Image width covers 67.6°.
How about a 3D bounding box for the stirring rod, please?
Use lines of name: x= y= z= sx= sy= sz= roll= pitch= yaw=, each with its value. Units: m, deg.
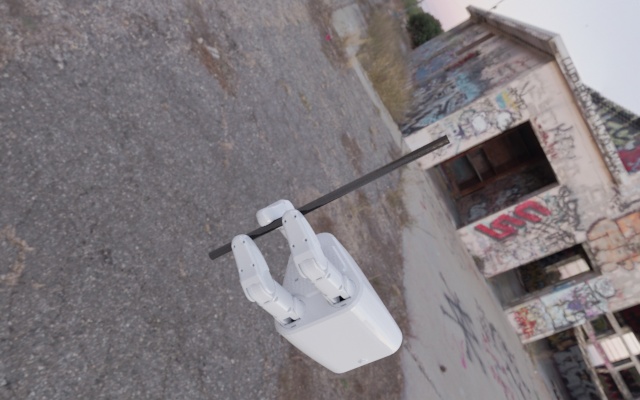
stirring rod: x=0.000 y=0.001 z=0.420 sx=0.239 sy=0.011 sz=0.011 roll=-26 pitch=-8 yaw=16
